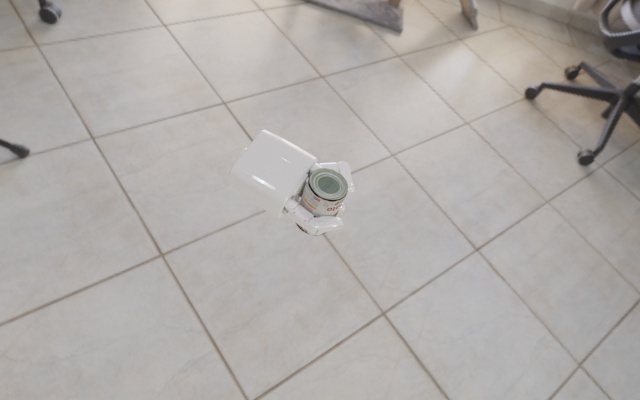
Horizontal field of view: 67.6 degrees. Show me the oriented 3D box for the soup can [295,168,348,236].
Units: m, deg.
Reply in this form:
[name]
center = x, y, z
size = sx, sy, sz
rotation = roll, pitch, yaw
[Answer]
[soup can]
center = 0.001, 0.003, 0.792
size = 0.068, 0.068, 0.102
rotation = 0, -36, -19
